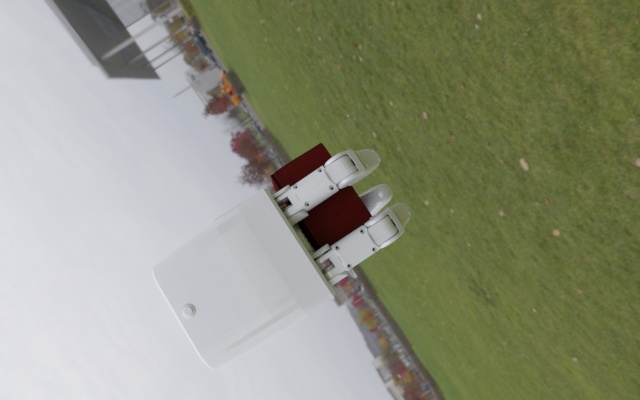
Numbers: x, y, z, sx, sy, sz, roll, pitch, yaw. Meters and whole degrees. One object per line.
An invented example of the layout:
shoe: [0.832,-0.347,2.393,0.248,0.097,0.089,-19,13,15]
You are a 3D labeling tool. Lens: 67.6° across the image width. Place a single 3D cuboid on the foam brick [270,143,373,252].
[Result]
foam brick: [0.000,0.001,0.402,0.051,0.078,0.053,-33,-8,-6]
